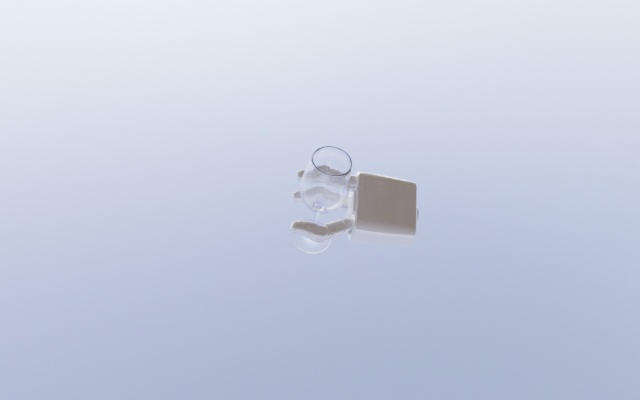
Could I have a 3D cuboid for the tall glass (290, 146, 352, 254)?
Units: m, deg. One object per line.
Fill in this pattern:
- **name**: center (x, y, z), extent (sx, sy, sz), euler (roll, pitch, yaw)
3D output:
- **tall glass**: center (0.000, 0.003, 0.785), extent (0.079, 0.079, 0.201), euler (0, -38, -12)
